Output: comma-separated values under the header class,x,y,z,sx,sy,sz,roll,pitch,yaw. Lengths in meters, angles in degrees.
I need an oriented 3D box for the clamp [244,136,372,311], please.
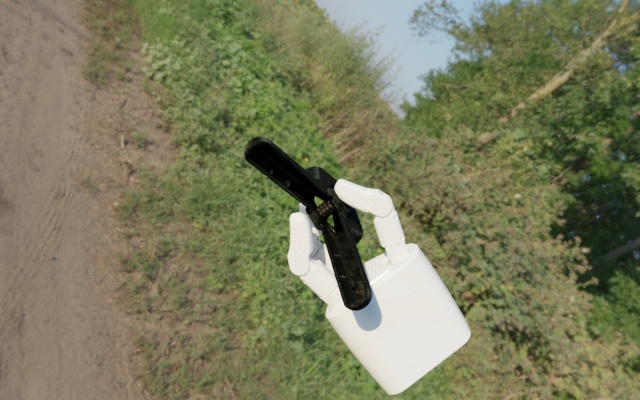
class,x,y,z,sx,sy,sz,roll,pitch,yaw
clamp,0.001,0.001,0.472,0.036,0.164,0.210,-33,6,12
